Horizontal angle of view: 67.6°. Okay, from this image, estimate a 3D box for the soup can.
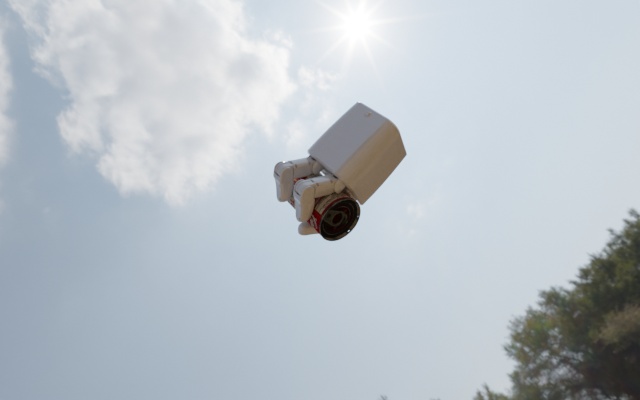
[{"bbox_3d":[0.000,0.003,0.684,0.068,0.068,0.102,0,30,-39],"label":"soup can"}]
